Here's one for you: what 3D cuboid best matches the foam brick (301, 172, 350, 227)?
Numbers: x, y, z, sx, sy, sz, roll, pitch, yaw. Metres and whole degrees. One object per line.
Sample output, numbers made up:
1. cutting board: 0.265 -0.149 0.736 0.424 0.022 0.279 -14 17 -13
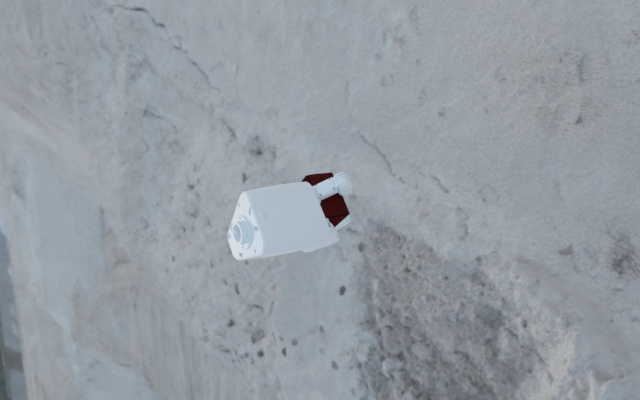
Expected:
1. foam brick: 0.000 0.002 0.746 0.051 0.078 0.053 -8 -24 -35
